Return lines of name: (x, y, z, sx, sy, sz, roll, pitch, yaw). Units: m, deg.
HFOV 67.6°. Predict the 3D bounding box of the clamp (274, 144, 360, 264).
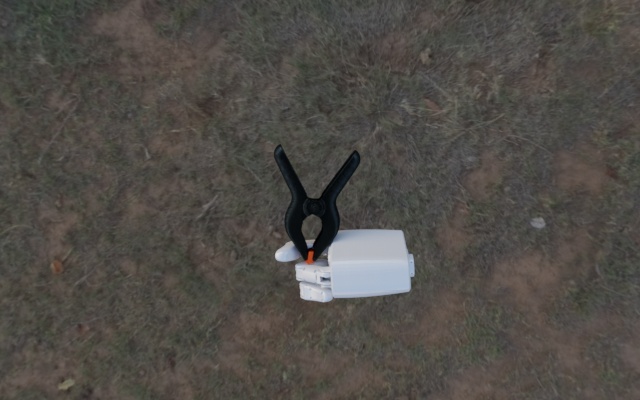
clamp: (0.000, 0.002, 0.677, 0.120, 0.171, 0.039, -4, 10, 3)
